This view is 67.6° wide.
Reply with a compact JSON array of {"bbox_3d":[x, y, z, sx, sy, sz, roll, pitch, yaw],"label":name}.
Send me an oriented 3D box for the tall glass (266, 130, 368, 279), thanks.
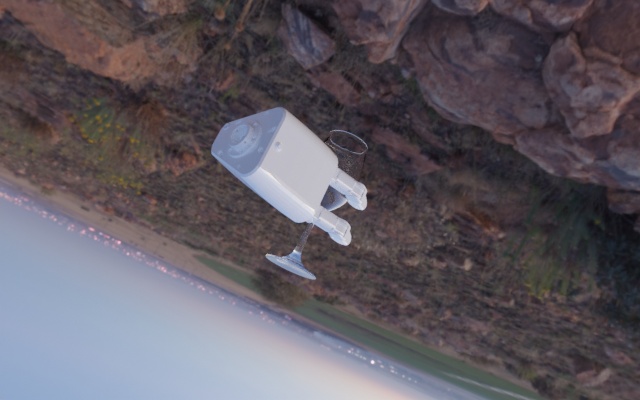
[{"bbox_3d":[0.000,0.003,0.663,0.079,0.201,0.079,23,-16,7],"label":"tall glass"}]
